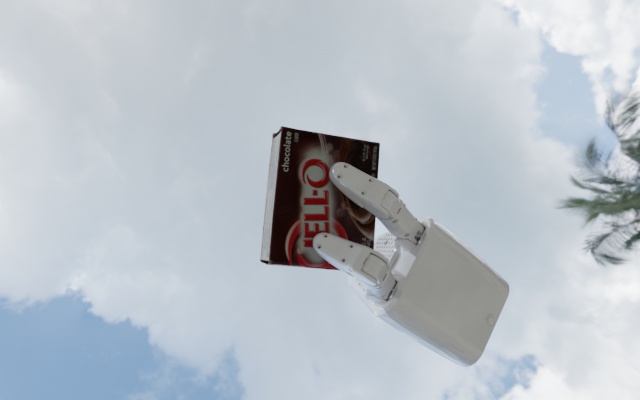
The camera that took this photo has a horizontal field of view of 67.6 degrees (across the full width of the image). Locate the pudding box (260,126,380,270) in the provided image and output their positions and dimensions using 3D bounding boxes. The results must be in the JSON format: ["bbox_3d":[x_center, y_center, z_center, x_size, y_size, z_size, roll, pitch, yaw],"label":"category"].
[{"bbox_3d":[0.000,0.001,0.404,0.090,0.113,0.039,7,-9,-22],"label":"pudding box"}]
